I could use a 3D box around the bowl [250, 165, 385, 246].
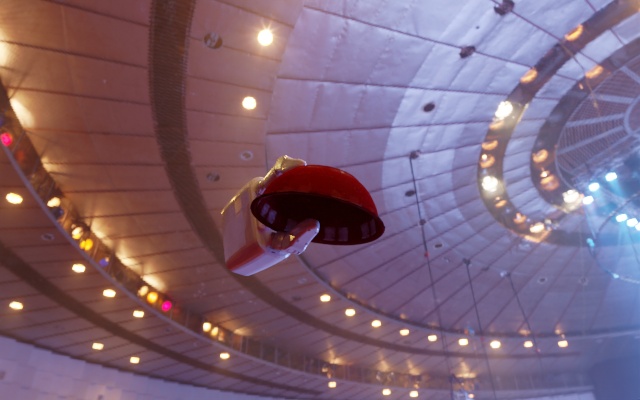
[{"bbox_3d":[0.001,0.001,0.577,0.162,0.055,0.162,9,-23,4],"label":"bowl"}]
